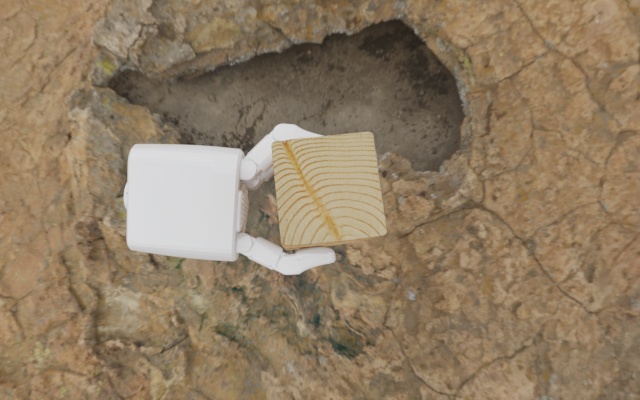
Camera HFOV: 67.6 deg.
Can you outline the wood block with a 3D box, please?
[{"bbox_3d":[0.000,0.002,0.497,0.090,0.091,0.206,-6,-6,-4],"label":"wood block"}]
